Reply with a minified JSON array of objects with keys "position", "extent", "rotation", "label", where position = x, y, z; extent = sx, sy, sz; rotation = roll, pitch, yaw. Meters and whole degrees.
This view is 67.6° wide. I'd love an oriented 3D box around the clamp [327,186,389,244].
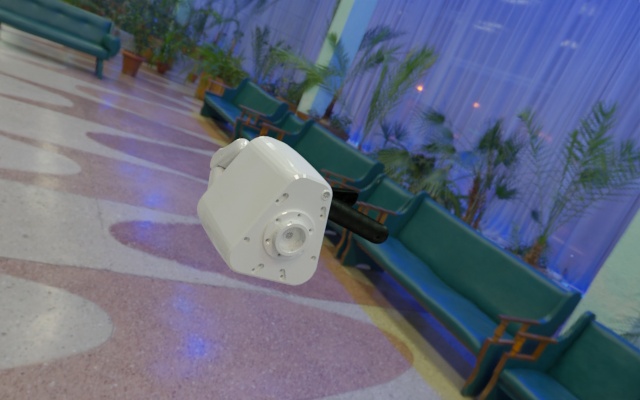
[{"position":[0.000,0.001,0.562],"extent":[0.171,0.039,0.120],"rotation":[14,14,-32],"label":"clamp"}]
